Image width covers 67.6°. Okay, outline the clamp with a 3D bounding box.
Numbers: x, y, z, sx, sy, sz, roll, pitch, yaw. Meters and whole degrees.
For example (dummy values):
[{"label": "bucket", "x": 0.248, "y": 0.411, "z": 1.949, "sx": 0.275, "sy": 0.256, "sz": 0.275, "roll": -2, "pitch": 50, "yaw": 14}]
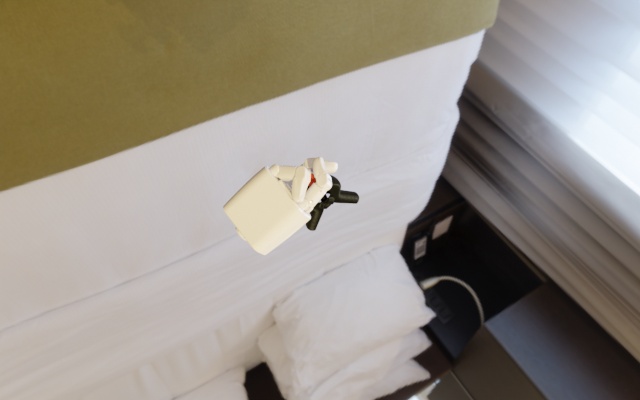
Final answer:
[{"label": "clamp", "x": 0.000, "y": 0.003, "z": 0.893, "sx": 0.120, "sy": 0.039, "sz": 0.171, "roll": -42, "pitch": -30, "yaw": 5}]
